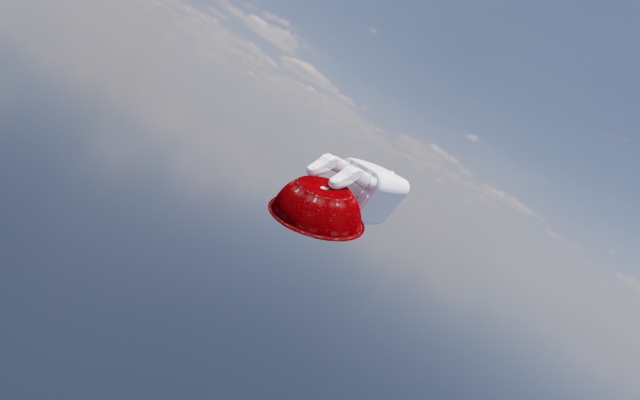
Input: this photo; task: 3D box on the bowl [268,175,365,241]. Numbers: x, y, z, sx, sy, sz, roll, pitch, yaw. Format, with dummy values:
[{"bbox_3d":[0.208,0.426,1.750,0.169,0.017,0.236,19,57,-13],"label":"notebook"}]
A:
[{"bbox_3d":[0.000,0.002,0.763,0.162,0.055,0.162,13,22,-5],"label":"bowl"}]
